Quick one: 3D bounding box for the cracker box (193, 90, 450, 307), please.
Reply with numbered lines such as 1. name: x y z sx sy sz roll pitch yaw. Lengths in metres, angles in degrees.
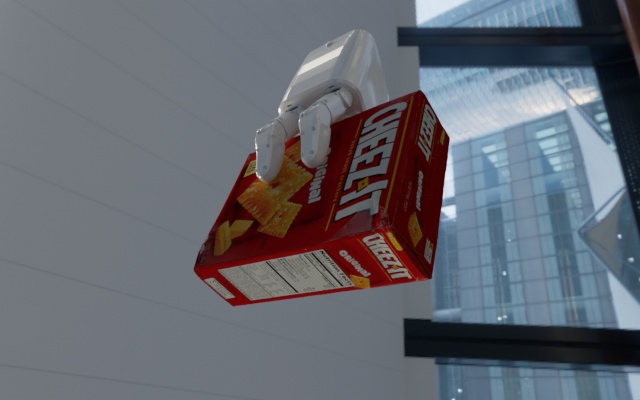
1. cracker box: 0.000 0.002 0.441 0.214 0.164 0.072 -16 -50 35
